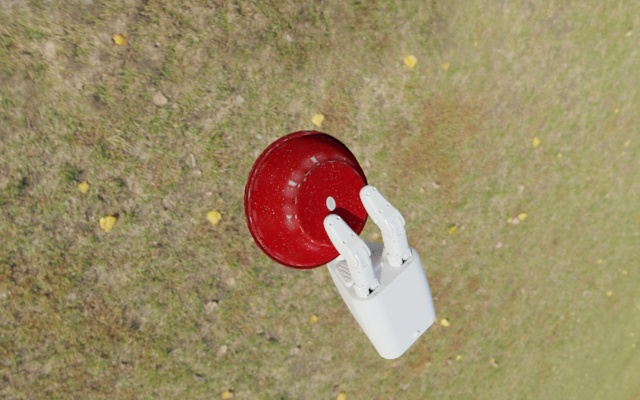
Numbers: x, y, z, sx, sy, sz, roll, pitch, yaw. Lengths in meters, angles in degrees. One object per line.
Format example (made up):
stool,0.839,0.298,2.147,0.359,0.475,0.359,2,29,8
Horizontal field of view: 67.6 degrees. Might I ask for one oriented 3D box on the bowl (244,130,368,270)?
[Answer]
bowl,-0.001,0.001,0.529,0.162,0.162,0.055,0,4,-30
